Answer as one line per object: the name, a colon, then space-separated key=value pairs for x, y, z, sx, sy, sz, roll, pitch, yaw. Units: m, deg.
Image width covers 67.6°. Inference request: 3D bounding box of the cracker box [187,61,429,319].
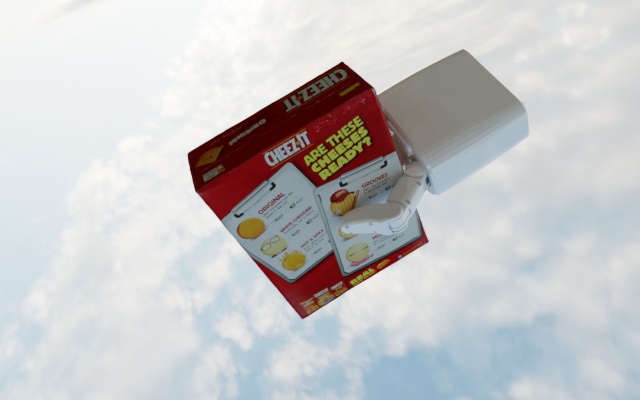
cracker box: x=0.000 y=0.002 z=0.465 sx=0.164 sy=0.214 sz=0.072 roll=-31 pitch=42 yaw=-1
